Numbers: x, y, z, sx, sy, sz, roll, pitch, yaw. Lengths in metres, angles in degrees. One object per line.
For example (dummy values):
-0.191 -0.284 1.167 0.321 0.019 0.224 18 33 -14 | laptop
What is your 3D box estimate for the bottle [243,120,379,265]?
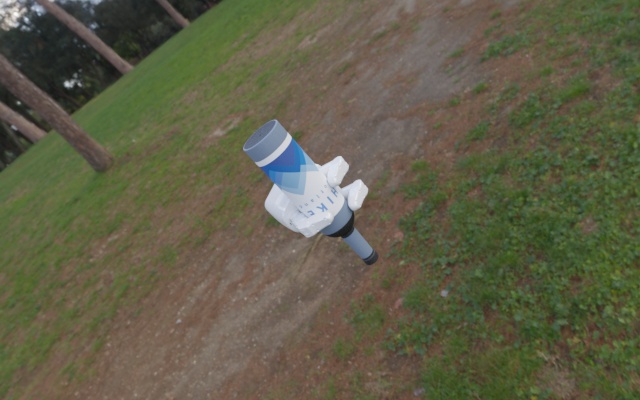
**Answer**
0.000 0.002 0.765 0.296 0.069 0.069 48 -25 -25 | bottle
